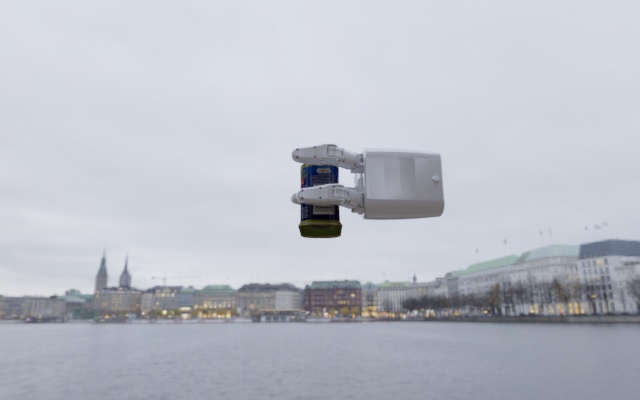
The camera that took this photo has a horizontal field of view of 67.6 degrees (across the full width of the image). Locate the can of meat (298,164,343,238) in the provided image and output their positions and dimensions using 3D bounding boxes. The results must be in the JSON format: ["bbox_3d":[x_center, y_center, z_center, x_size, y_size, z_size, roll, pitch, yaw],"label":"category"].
[{"bbox_3d":[0.000,0.002,0.653,0.057,0.084,0.102,0,-14,1],"label":"can of meat"}]
